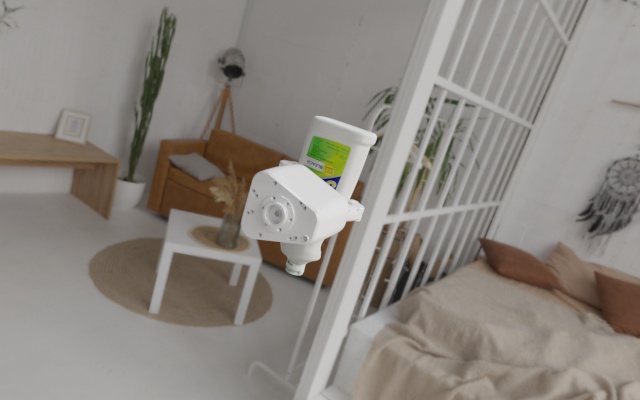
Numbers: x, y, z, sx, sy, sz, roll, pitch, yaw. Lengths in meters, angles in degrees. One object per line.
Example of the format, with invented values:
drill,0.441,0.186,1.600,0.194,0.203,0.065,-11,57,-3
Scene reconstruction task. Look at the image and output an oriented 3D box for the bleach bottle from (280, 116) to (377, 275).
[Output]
bleach bottle,0.000,0.002,0.746,0.102,0.251,0.068,22,15,20
